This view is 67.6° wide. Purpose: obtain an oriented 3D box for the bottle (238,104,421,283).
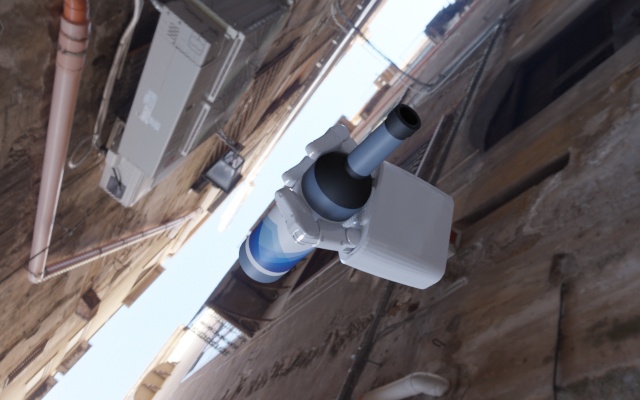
[{"bbox_3d":[0.000,0.002,0.504,0.069,0.069,0.296,0,-29,-35],"label":"bottle"}]
